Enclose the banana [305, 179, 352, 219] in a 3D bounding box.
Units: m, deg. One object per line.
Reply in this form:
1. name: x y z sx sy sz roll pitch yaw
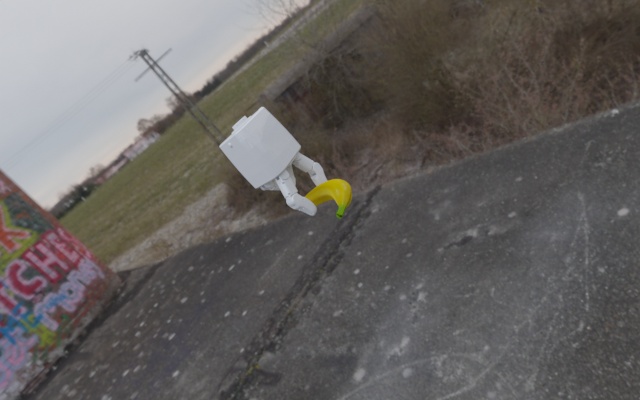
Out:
1. banana: 0.014 -0.010 0.883 0.069 0.037 0.198 -45 15 -11
